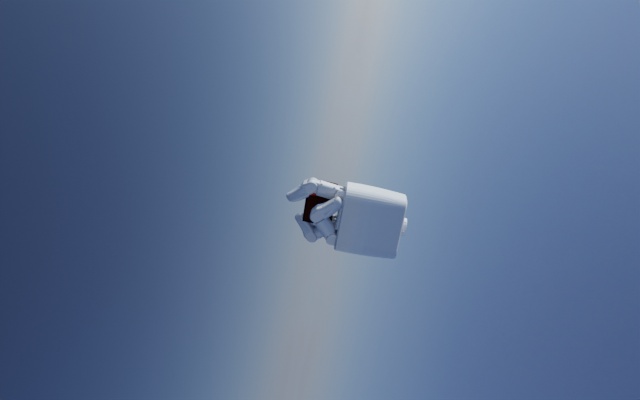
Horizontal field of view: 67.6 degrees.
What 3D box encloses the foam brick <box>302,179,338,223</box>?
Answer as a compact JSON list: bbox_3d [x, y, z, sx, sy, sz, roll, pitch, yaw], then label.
[{"bbox_3d":[0.000,0.003,0.851,0.051,0.053,0.078,10,27,1],"label":"foam brick"}]
